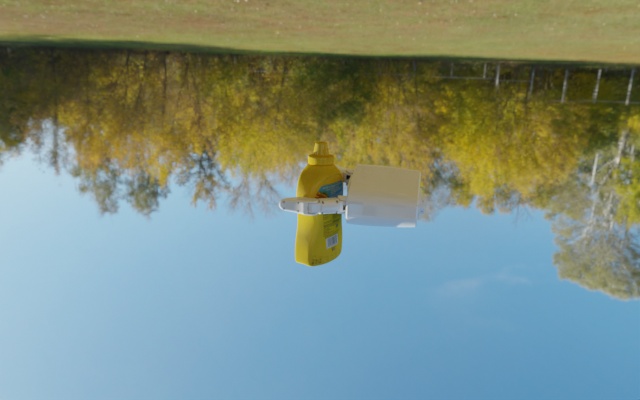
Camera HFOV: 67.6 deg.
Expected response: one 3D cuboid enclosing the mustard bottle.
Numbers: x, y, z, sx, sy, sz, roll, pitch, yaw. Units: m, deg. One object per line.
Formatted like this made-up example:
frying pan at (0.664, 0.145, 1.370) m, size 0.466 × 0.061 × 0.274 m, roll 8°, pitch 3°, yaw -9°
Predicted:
mustard bottle at (0.000, 0.003, 0.764) m, size 0.058 × 0.192 × 0.096 m, roll 13°, pitch 19°, yaw 35°
